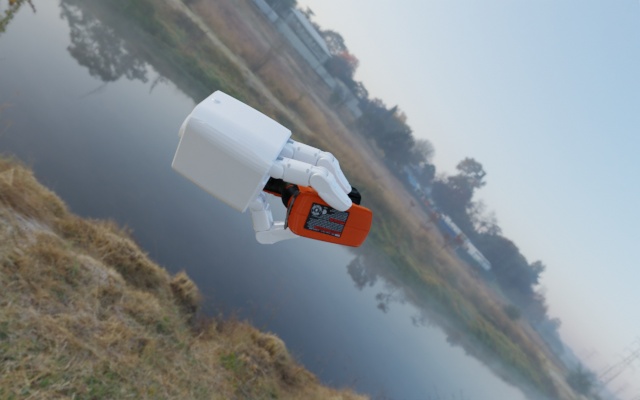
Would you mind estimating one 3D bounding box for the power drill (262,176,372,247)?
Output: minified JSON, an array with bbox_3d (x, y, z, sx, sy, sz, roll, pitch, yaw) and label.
[{"bbox_3d":[0.000,0.002,0.662,0.184,0.057,0.187,13,12,-22],"label":"power drill"}]
